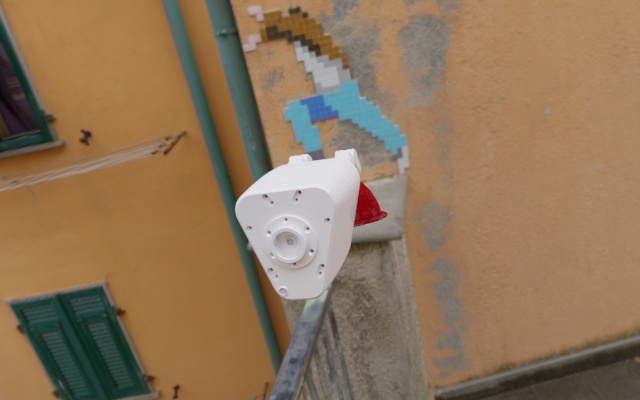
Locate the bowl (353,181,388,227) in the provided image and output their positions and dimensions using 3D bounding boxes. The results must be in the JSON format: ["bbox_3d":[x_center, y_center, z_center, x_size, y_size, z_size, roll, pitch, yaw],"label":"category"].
[{"bbox_3d":[0.000,0.001,0.596,0.162,0.055,0.162,-7,4,1],"label":"bowl"}]
